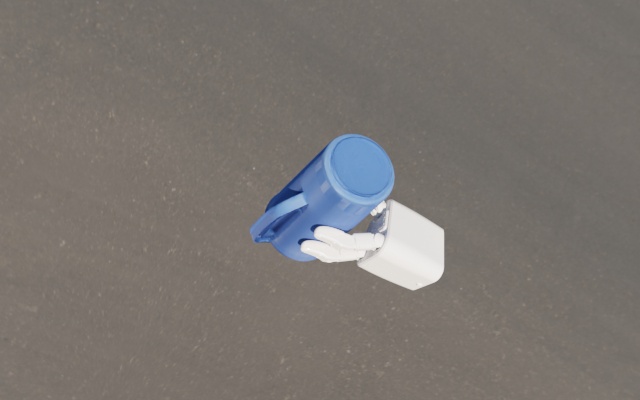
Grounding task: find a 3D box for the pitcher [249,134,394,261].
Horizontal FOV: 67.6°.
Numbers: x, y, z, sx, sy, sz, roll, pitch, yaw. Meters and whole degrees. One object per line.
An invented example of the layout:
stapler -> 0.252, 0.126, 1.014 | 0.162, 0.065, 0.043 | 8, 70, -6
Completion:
pitcher -> 0.000, 0.002, 0.733 | 0.145, 0.149, 0.243 | 29, -31, -10
